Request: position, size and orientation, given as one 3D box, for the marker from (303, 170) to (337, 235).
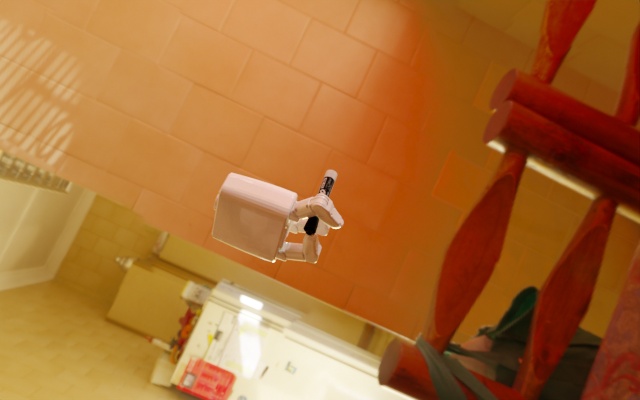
[{"bbox_3d":[0.000,0.002,0.706,0.020,0.121,0.020,13,-39,11],"label":"marker"}]
